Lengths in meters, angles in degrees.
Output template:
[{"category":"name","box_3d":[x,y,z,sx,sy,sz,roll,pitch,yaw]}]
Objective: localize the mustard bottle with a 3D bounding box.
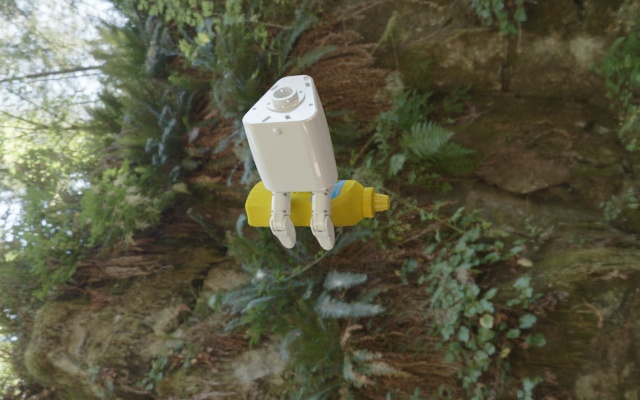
[{"category":"mustard bottle","box_3d":[0.000,0.002,0.668,0.191,0.058,0.096,-1,22,16]}]
